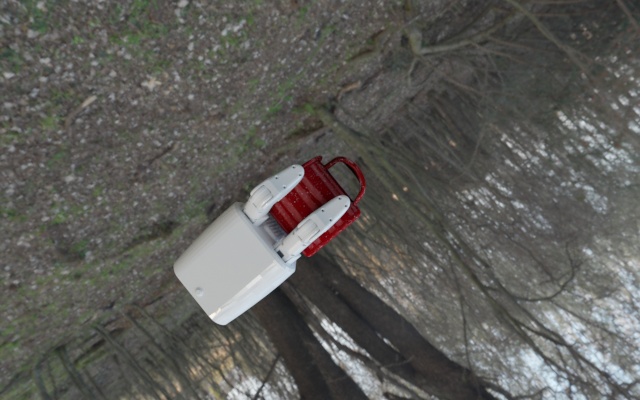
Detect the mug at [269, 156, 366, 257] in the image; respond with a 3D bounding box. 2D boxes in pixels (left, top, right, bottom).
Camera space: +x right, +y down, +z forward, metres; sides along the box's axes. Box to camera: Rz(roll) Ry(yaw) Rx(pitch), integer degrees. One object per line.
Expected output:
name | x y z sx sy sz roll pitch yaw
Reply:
mug | 0.001 0.001 0.540 0.117 0.081 0.093 -40 -4 12
